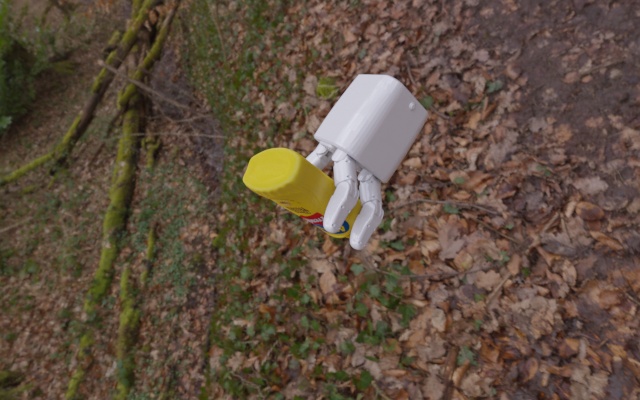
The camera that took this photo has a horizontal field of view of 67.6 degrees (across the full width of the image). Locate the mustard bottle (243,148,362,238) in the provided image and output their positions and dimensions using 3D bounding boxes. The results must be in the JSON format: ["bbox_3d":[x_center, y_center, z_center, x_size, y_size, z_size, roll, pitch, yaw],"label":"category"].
[{"bbox_3d":[0.000,0.002,0.607,0.096,0.058,0.192,1,-23,44],"label":"mustard bottle"}]
